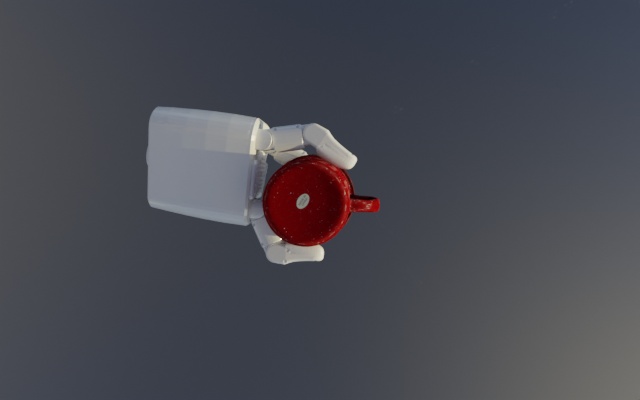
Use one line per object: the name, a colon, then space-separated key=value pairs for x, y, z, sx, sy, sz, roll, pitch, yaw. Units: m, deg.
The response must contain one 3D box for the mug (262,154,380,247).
mug: x=0.001 y=0.002 z=0.474 sx=0.117 sy=0.093 sz=0.081 roll=7 pitch=5 yaw=3
